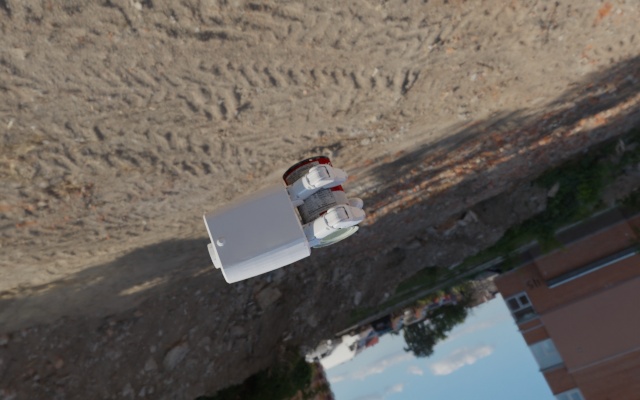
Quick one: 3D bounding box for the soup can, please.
[{"bbox_3d":[0.001,0.002,0.622,0.068,0.102,0.068,-22,-16,-7],"label":"soup can"}]
